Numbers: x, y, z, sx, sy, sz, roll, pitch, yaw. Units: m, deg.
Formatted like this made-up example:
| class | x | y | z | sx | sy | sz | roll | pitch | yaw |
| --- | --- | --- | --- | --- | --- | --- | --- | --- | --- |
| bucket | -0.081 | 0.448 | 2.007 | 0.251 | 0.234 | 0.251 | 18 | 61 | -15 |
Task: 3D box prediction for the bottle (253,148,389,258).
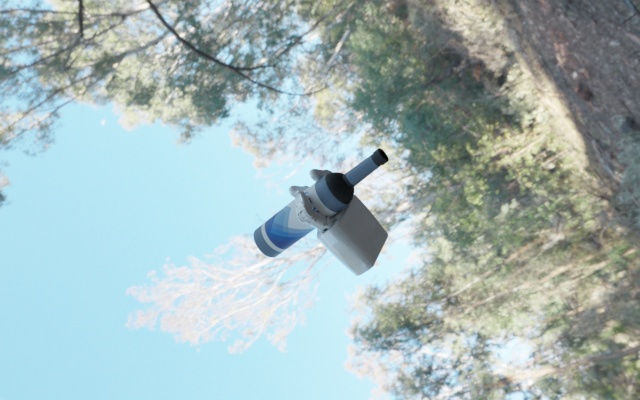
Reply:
| class | x | y | z | sx | sy | sz | roll | pitch | yaw |
| --- | --- | --- | --- | --- | --- | --- | --- | --- | --- |
| bottle | 0.000 | 0.003 | 0.857 | 0.296 | 0.069 | 0.069 | -37 | -19 | 27 |
